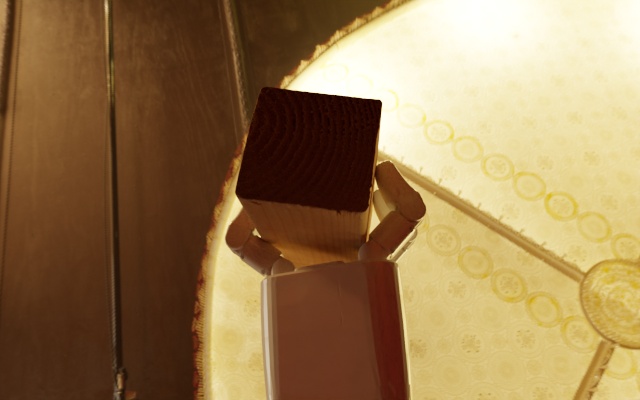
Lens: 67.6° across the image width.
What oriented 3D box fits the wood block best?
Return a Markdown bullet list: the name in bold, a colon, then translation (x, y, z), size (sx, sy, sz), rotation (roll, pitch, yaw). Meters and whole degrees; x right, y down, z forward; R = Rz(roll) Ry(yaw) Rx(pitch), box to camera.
- **wood block**: translation (0.000, 0.002, 0.417), size (0.091, 0.090, 0.206), rotation (7, -22, 7)
